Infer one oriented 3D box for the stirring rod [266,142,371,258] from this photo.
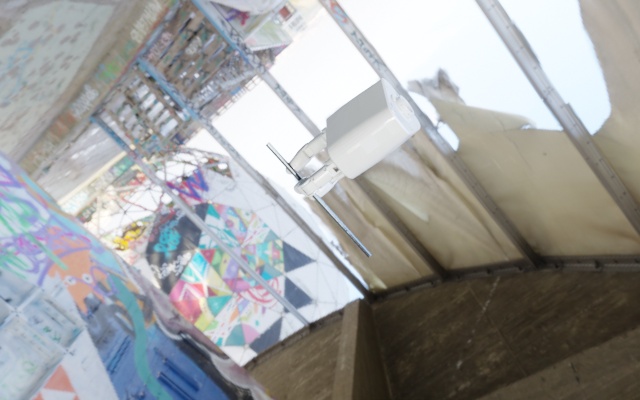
[{"bbox_3d":[0.000,0.002,0.732,0.011,0.239,0.011,-39,15,13],"label":"stirring rod"}]
